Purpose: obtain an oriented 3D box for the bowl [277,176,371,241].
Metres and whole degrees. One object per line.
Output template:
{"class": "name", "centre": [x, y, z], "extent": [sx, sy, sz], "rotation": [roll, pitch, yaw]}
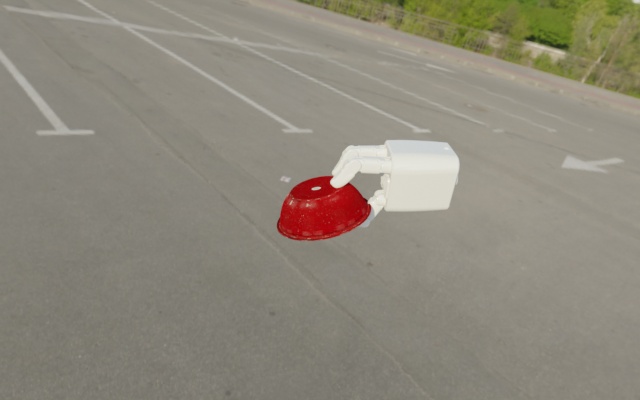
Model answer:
{"class": "bowl", "centre": [-0.001, 0.003, 0.786], "extent": [0.162, 0.055, 0.162], "rotation": [-11, 24, 5]}
